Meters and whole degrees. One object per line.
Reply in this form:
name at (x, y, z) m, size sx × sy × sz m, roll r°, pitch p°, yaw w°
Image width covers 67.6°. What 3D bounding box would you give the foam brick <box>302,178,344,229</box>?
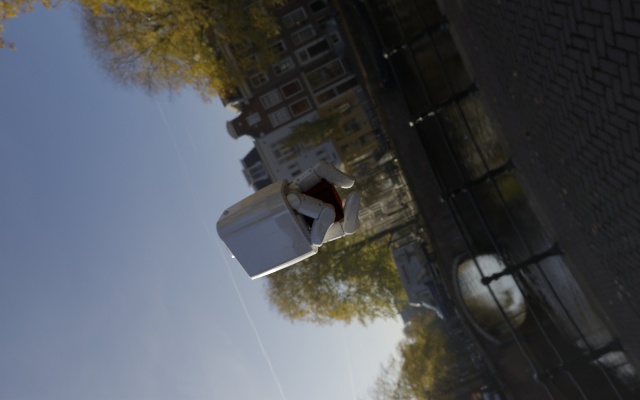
foam brick at (0.000, 0.002, 0.700) m, size 0.051 × 0.053 × 0.078 m, roll -25°, pitch 14°, yaw 7°
